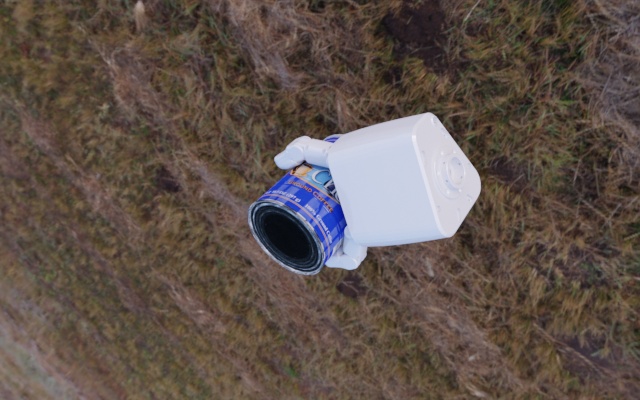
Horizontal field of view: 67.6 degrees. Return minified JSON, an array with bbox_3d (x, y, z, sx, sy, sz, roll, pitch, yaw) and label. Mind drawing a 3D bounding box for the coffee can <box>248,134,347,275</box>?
[{"bbox_3d":[0.000,0.002,0.553,0.103,0.103,0.140,0,35,43],"label":"coffee can"}]
